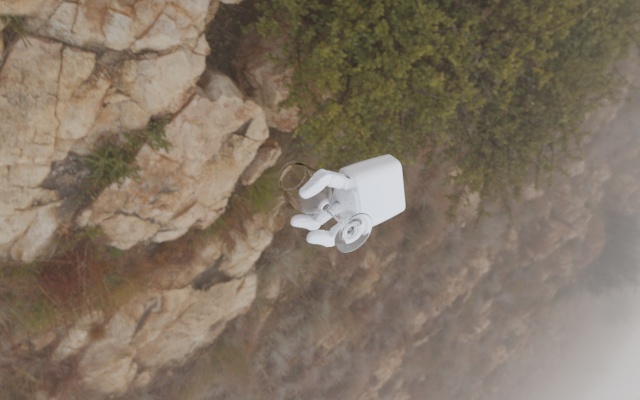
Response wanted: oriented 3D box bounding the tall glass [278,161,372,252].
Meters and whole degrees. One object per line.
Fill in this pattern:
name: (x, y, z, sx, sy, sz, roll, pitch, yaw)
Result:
tall glass: (0.000, 0.003, 0.828, 0.079, 0.079, 0.201, 0, 30, -39)
